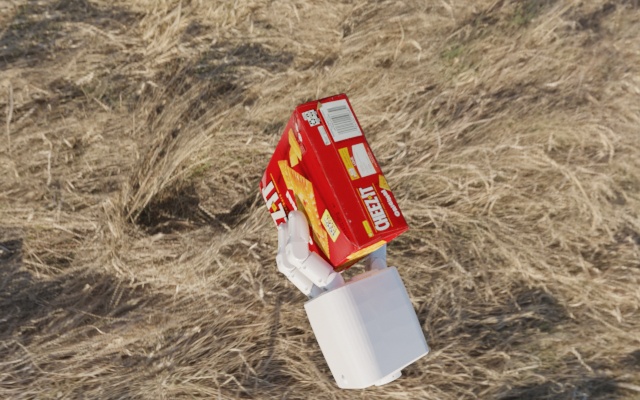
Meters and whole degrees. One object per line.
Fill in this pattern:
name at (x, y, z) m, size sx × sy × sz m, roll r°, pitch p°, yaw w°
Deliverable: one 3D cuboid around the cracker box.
cracker box at (0.000, 0.002, 0.573) m, size 0.072 × 0.164 × 0.214 m, roll -18°, pitch -13°, yaw -24°
